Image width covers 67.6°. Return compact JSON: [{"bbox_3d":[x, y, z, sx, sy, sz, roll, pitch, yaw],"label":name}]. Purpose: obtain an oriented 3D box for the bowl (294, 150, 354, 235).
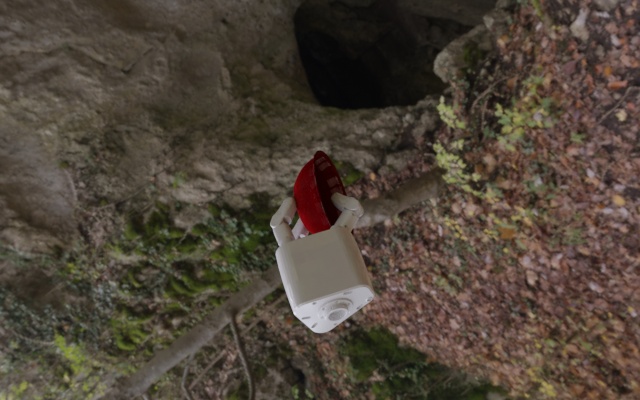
[{"bbox_3d":[0.000,0.002,0.782,0.055,0.162,0.162,-17,-5,17],"label":"bowl"}]
